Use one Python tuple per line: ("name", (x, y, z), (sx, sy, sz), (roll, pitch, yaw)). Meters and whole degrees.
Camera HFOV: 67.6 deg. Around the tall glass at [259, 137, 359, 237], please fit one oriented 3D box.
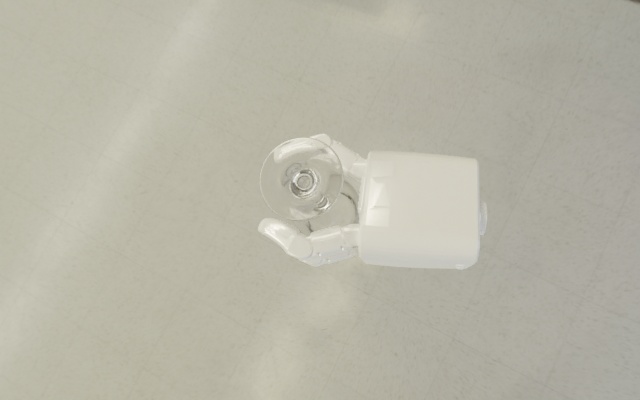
("tall glass", (0.000, 0.001, 0.502), (0.079, 0.079, 0.201), (0, -12, 10))
